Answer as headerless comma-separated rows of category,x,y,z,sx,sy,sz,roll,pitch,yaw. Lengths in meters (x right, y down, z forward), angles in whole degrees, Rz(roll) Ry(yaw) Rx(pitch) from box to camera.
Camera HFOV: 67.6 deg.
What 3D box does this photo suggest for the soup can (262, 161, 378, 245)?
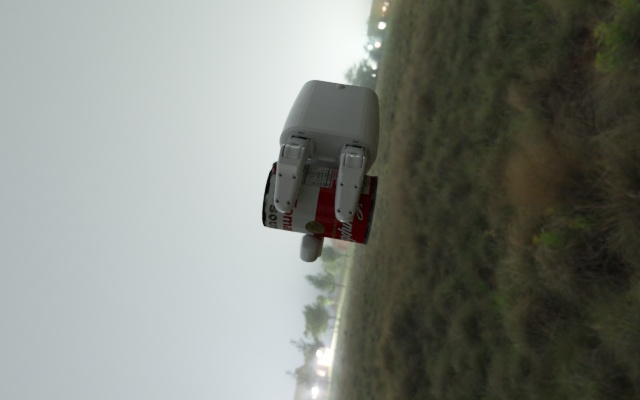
soup can,0.000,0.002,0.465,0.102,0.068,0.068,9,0,3
